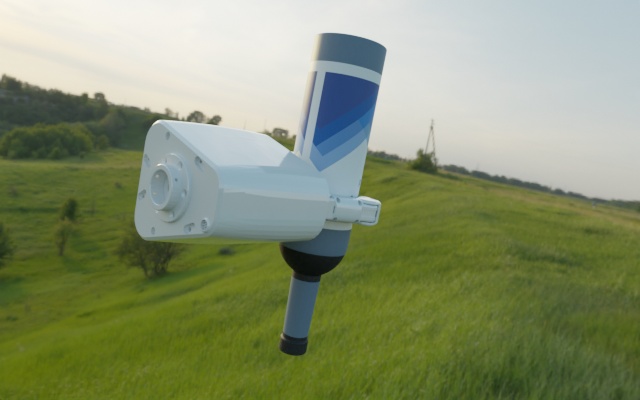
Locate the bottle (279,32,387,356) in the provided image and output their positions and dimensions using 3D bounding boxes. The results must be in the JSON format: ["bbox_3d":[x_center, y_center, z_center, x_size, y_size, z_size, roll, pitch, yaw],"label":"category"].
[{"bbox_3d":[0.000,0.001,0.448,0.069,0.296,0.069,11,6,-1],"label":"bottle"}]
